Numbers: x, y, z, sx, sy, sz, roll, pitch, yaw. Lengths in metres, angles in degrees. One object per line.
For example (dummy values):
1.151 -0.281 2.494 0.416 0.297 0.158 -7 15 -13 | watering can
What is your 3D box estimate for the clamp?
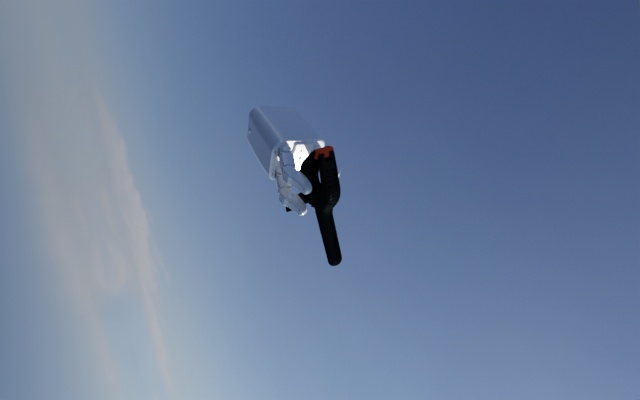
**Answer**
0.001 0.002 0.804 0.036 0.164 0.210 -21 -33 -28 | clamp
